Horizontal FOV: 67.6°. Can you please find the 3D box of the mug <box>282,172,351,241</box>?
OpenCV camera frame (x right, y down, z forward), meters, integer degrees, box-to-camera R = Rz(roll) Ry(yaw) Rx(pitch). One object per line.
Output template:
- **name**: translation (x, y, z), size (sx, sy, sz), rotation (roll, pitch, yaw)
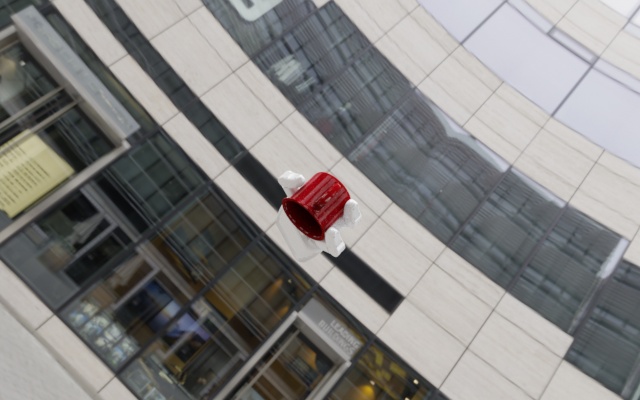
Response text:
- **mug**: translation (0.001, 0.002, 0.784), size (0.081, 0.093, 0.117), rotation (-45, -2, -25)
